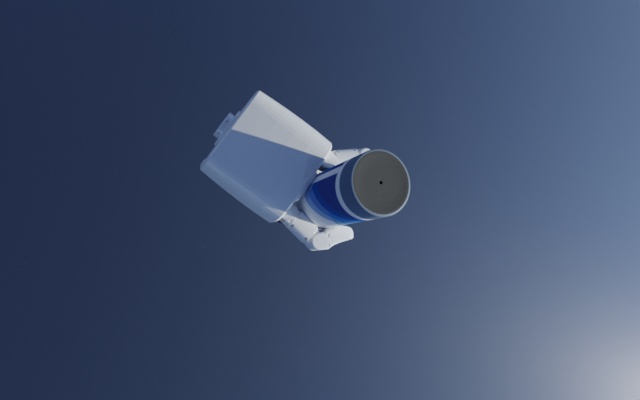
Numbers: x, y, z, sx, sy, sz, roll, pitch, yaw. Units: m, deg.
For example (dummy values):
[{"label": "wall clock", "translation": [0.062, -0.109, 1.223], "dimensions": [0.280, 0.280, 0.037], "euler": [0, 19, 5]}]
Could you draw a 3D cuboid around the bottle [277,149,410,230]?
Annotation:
[{"label": "bottle", "translation": [0.000, 0.002, 0.590], "dimensions": [0.069, 0.069, 0.296], "euler": [0, -7, -24]}]
